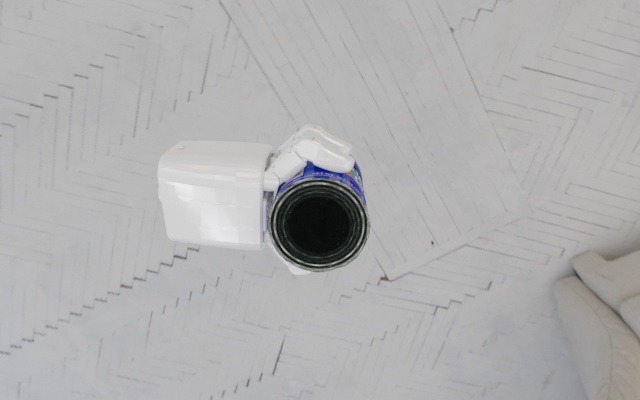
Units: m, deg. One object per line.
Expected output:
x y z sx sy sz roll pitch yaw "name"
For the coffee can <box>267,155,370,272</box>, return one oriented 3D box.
0.000 0.002 0.537 0.103 0.103 0.140 0 20 1 "coffee can"
